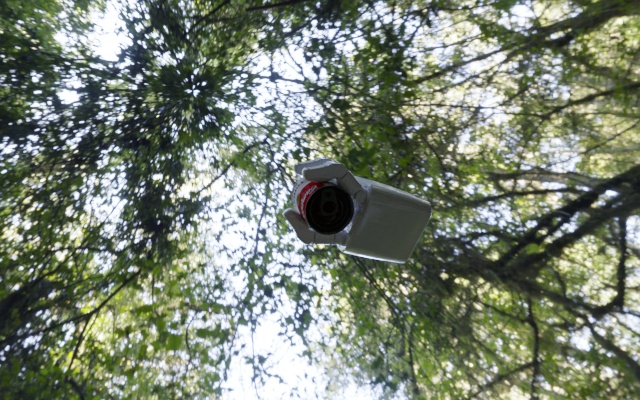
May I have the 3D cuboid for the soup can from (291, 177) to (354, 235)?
[{"bbox_3d":[0.000,0.002,0.681,0.068,0.068,0.102,0,13,-15],"label":"soup can"}]
